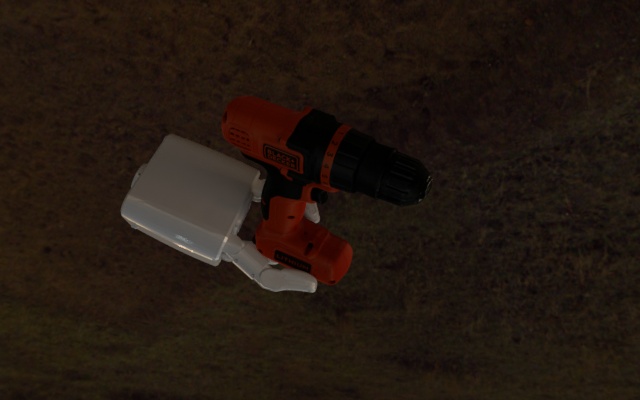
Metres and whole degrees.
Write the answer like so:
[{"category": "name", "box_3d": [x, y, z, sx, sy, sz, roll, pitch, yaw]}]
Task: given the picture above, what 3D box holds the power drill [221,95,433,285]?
[{"category": "power drill", "box_3d": [0.000, 0.002, 0.447, 0.184, 0.188, 0.057, 24, 51, 16]}]
